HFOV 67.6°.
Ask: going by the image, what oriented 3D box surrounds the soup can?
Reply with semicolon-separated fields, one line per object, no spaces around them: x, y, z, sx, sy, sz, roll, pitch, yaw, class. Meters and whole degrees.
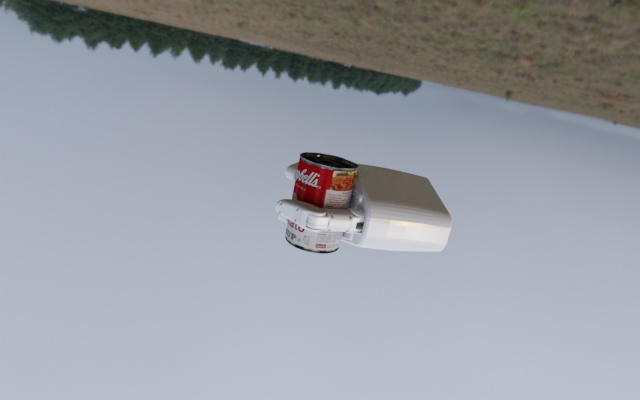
0.000;0.002;0.553;0.068;0.102;0.068;11;16;-3;soup can
